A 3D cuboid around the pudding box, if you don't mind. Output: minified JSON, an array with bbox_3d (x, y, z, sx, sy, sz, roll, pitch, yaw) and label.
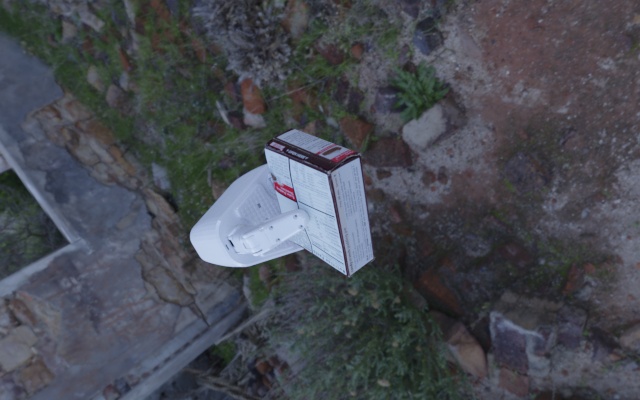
[{"bbox_3d":[0.000,0.001,0.423,0.039,0.114,0.090,-35,40,-28],"label":"pudding box"}]
